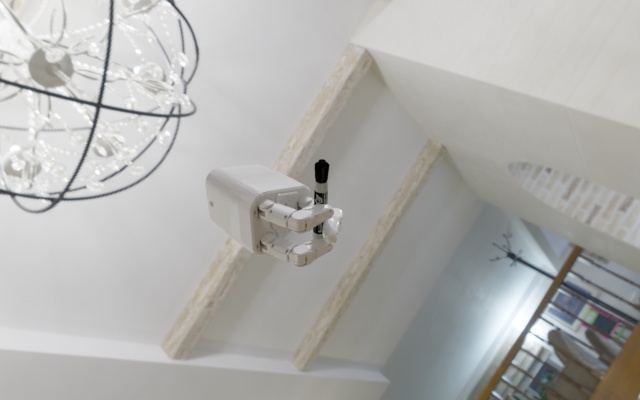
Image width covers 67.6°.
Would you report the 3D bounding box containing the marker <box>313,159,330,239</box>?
[{"bbox_3d":[0.000,0.002,0.619,0.020,0.121,0.020,1,32,-1],"label":"marker"}]
